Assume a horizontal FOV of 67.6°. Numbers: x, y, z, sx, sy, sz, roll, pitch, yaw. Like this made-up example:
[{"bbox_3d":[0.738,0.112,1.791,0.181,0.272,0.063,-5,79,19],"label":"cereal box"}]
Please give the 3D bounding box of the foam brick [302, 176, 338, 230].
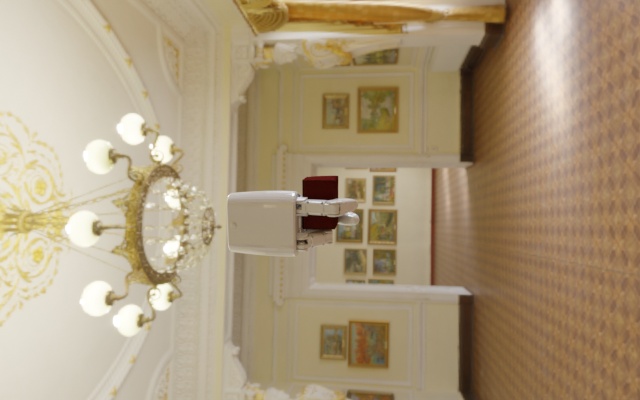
[{"bbox_3d":[0.000,0.002,0.739,0.051,0.078,0.053,1,9,8],"label":"foam brick"}]
